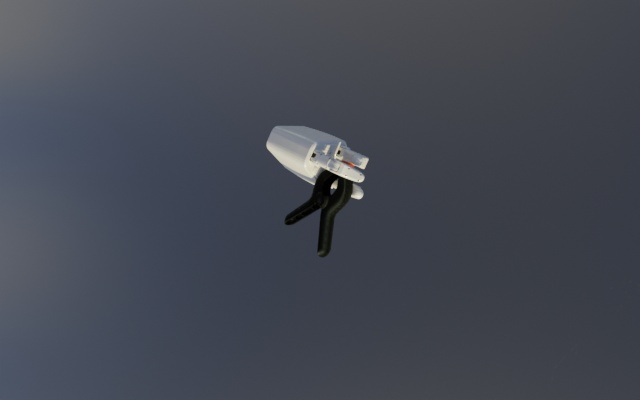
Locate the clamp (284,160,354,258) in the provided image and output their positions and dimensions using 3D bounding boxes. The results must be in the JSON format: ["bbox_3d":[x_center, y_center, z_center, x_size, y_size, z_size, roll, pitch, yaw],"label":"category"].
[{"bbox_3d":[0.000,0.003,0.858,0.120,0.171,0.039,28,6,34],"label":"clamp"}]
